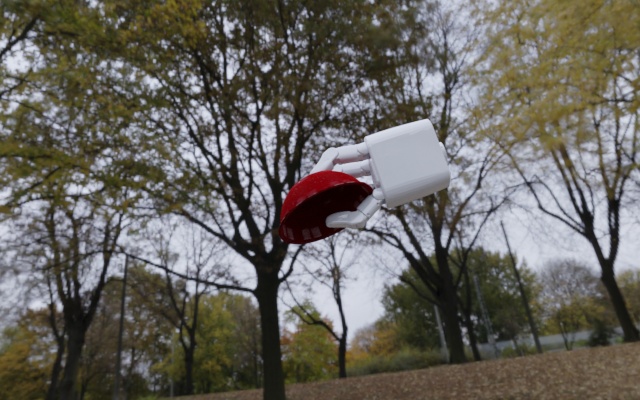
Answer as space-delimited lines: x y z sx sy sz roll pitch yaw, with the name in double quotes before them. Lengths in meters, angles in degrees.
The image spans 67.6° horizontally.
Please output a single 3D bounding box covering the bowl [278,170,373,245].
"bowl" -0.001 0.003 0.747 0.162 0.055 0.162 -22 -28 -12
